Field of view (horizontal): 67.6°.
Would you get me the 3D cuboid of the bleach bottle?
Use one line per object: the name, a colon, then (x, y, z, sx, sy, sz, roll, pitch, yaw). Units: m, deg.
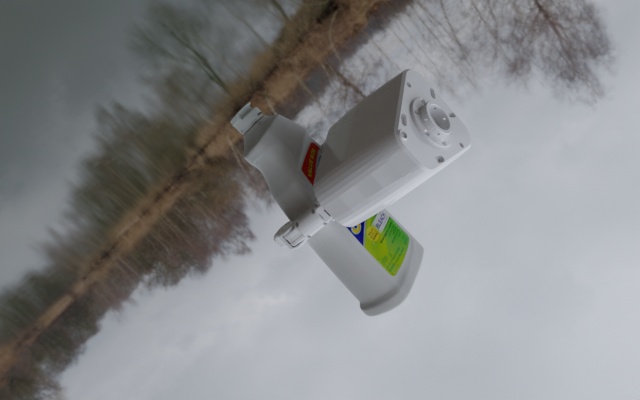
bleach bottle: (0.000, 0.002, 0.506, 0.068, 0.251, 0.102, -35, 13, 43)
